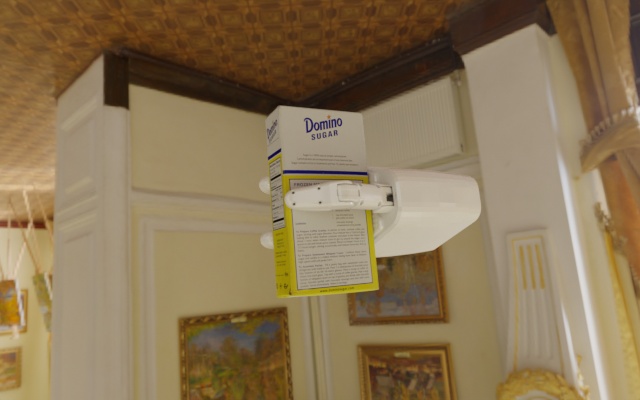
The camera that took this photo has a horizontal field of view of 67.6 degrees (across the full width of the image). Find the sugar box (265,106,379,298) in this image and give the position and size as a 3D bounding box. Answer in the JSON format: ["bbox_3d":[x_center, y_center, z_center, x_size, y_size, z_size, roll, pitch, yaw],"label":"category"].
[{"bbox_3d":[0.000,0.002,0.462,0.093,0.176,0.048,0,-12,-27],"label":"sugar box"}]
